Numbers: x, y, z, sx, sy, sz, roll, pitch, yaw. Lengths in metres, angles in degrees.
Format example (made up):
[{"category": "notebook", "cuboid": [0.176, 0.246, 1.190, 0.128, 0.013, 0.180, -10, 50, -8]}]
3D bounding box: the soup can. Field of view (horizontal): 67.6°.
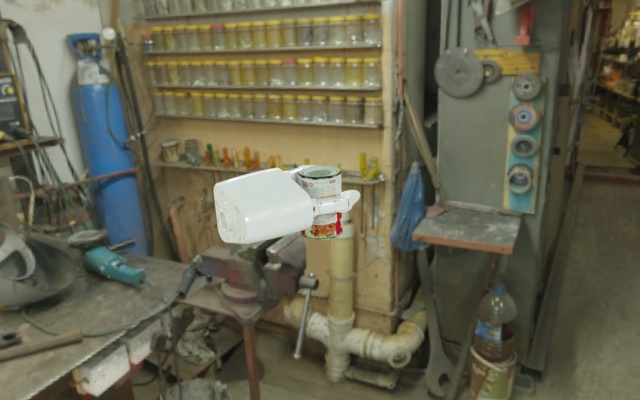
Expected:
[{"category": "soup can", "cuboid": [0.001, 0.002, 0.750, 0.068, 0.102, 0.068, -2, 19, 1]}]
